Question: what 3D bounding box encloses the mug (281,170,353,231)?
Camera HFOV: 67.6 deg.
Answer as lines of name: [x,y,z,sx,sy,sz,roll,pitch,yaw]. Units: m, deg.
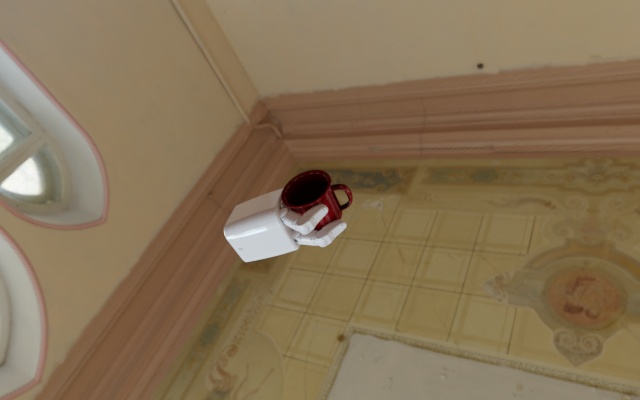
mug: [0.002,0.002,0.843,0.117,0.081,0.093,-16,40,14]
